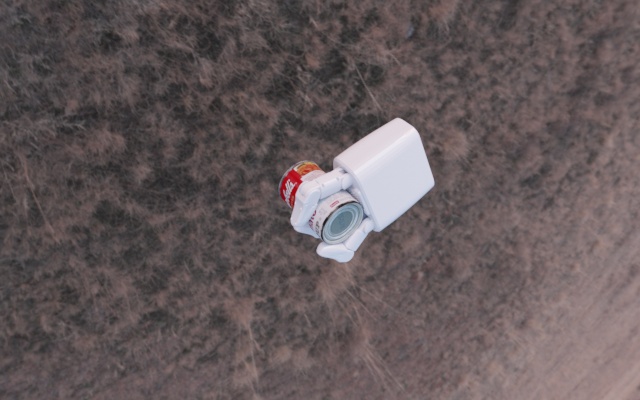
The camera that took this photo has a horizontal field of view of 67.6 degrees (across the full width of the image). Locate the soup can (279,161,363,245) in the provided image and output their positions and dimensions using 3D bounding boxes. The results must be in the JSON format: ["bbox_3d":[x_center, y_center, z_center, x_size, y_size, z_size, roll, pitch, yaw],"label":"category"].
[{"bbox_3d":[0.000,0.002,0.629,0.068,0.068,0.102,0,33,-44],"label":"soup can"}]
